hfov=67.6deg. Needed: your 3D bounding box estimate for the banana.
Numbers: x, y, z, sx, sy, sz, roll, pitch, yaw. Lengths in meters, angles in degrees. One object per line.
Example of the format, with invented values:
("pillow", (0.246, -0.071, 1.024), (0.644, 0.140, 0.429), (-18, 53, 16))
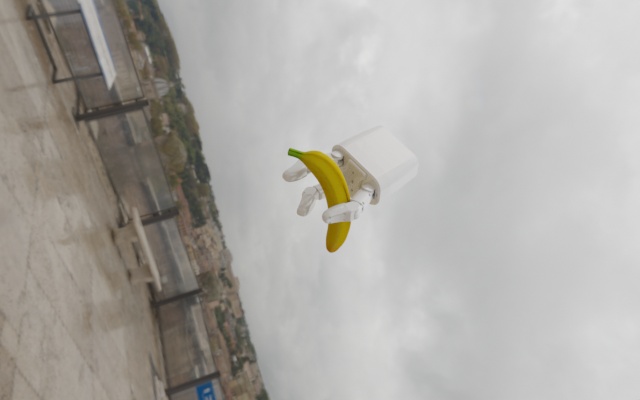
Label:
("banana", (0.015, -0.001, 0.745), (0.069, 0.198, 0.037), (-3, 31, 31))
